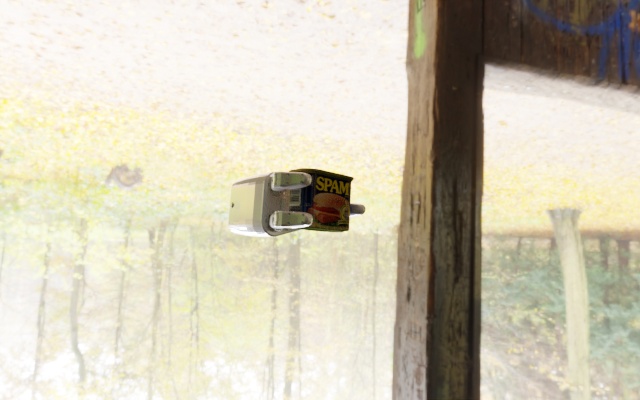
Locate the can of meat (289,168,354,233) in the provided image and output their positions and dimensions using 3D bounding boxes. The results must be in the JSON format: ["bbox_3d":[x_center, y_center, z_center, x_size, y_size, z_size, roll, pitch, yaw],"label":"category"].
[{"bbox_3d":[0.000,0.003,0.704,0.102,0.084,0.057,9,-9,-44],"label":"can of meat"}]
